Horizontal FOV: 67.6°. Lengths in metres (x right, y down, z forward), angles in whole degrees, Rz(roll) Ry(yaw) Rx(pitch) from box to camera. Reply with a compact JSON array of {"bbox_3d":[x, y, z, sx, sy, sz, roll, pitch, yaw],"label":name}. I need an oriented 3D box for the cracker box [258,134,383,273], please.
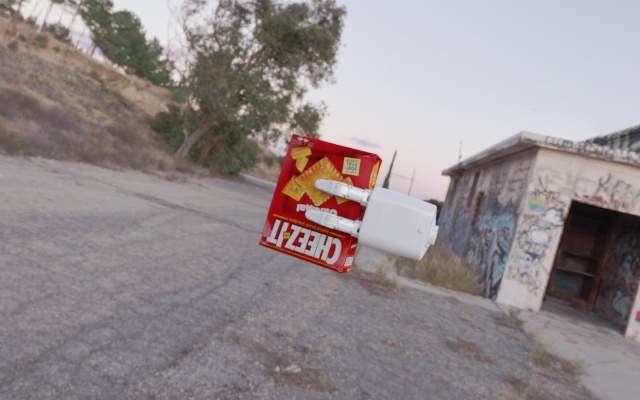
[{"bbox_3d":[0.000,0.003,0.853,0.164,0.213,0.072,17,-1,18],"label":"cracker box"}]
